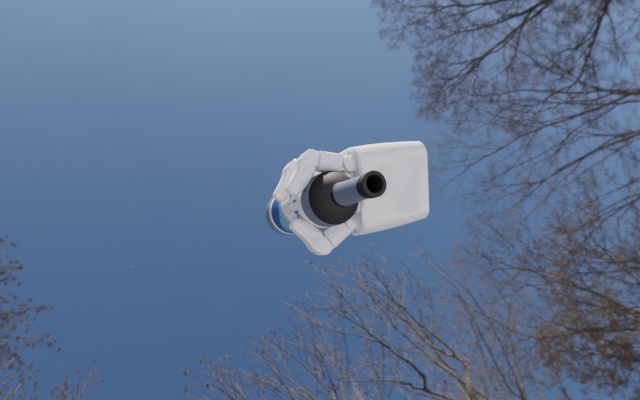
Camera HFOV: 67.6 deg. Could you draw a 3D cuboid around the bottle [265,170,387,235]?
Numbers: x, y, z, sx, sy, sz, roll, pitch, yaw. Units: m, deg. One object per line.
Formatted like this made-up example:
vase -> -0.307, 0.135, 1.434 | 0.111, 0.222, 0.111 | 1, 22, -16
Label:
bottle -> 0.000, 0.002, 0.608 | 0.069, 0.069, 0.296 | 0, -7, -22
